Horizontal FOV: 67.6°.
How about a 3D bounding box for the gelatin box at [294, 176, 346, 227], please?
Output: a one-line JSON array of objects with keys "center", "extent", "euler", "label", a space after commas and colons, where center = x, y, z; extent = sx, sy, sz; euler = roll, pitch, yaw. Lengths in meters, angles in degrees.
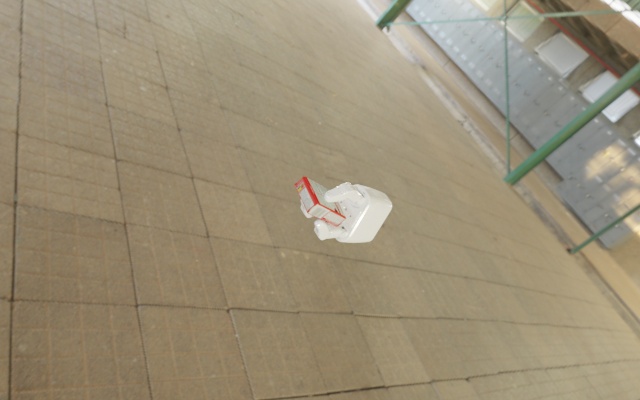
[{"center": [0.000, 0.002, 0.873], "extent": [0.030, 0.073, 0.089], "euler": [-42, -41, 19], "label": "gelatin box"}]
